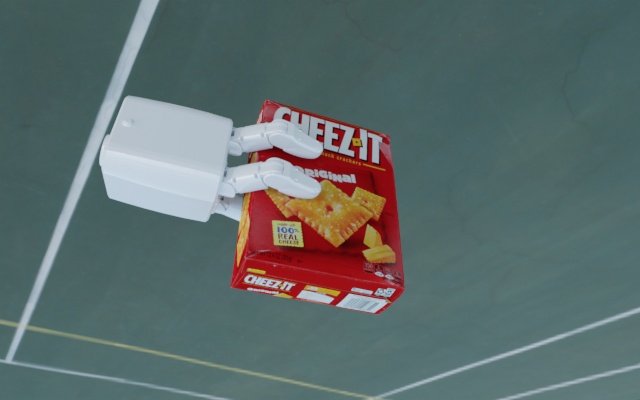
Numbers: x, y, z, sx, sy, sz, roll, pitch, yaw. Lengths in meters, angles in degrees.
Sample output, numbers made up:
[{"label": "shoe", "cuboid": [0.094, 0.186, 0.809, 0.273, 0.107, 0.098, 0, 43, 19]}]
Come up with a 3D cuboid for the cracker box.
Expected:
[{"label": "cracker box", "cuboid": [0.000, 0.002, 0.522, 0.164, 0.213, 0.072, 14, -39, -16]}]
